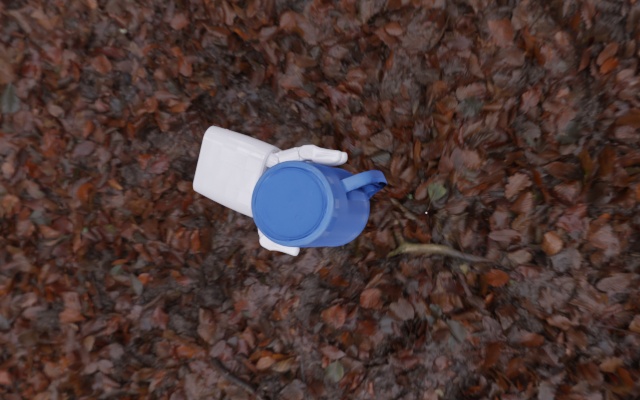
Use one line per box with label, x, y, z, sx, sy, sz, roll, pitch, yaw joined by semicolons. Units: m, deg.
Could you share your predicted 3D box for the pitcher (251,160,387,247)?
pitcher;0.000;0.002;0.693;0.145;0.149;0.243;22;3;13
